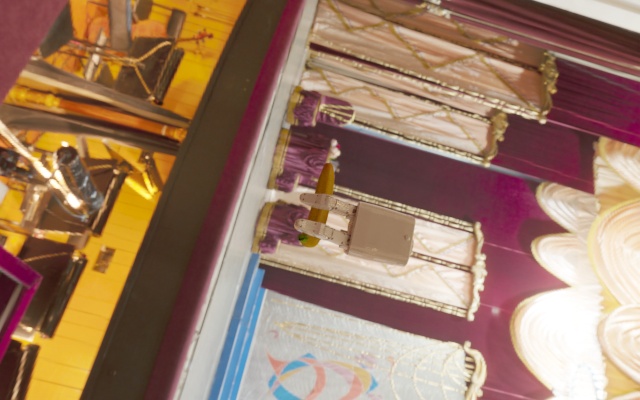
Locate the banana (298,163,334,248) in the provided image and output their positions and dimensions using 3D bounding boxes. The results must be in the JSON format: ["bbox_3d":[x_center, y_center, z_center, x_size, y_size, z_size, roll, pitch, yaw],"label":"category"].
[{"bbox_3d":[-0.003,0.018,0.875,0.037,0.197,0.070,13,-42,4],"label":"banana"}]
